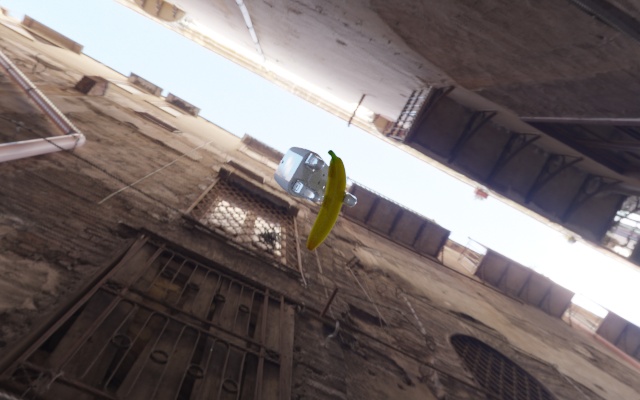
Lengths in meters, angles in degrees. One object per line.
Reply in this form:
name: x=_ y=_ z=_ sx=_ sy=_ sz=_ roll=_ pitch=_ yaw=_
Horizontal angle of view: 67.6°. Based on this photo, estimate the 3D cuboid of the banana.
banana: x=0.014 y=-0.001 z=0.908 sx=0.069 sy=0.198 sz=0.037 roll=-2 pitch=19 yaw=-43
